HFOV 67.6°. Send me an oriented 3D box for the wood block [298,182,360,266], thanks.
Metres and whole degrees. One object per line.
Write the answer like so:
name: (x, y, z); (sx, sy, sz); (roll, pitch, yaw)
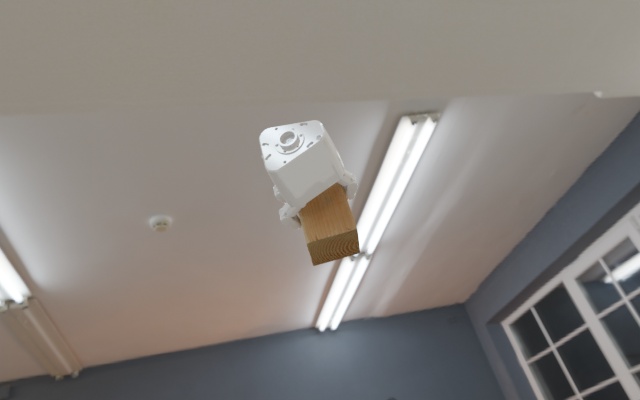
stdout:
wood block: (0.000, 0.002, 0.883); (0.091, 0.206, 0.090); (-15, -34, -2)
